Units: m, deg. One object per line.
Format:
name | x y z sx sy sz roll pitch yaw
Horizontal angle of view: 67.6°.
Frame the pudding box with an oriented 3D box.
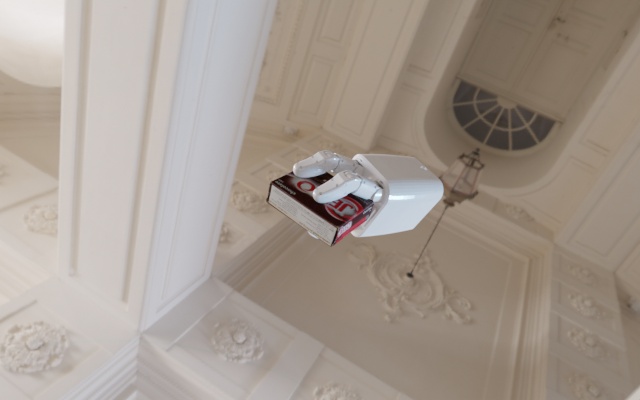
pudding box | 0.000 0.002 0.625 0.113 0.039 0.090 31 35 22
